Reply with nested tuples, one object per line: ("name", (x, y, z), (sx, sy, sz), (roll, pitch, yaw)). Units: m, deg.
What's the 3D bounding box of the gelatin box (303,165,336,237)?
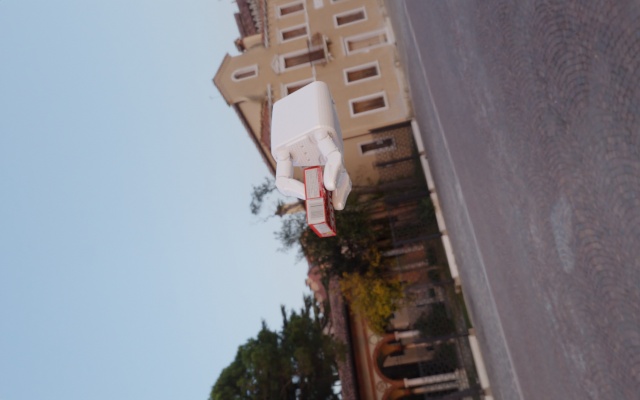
("gelatin box", (0.000, 0.003, 0.709), (0.030, 0.089, 0.073), (-9, -21, 11))
